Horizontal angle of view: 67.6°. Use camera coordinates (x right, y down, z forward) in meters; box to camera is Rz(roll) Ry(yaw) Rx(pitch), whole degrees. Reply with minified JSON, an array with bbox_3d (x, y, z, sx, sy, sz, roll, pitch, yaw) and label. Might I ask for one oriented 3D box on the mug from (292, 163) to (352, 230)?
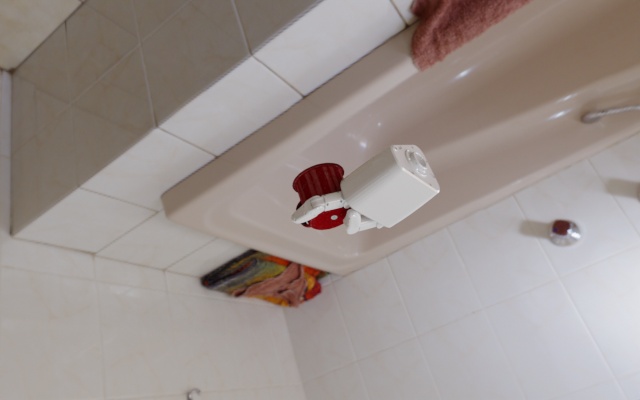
[{"bbox_3d":[-0.001,0.004,0.807,0.093,0.081,0.117,13,-41,-45],"label":"mug"}]
